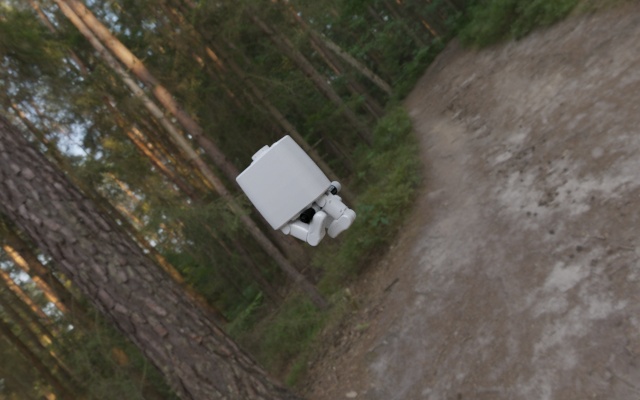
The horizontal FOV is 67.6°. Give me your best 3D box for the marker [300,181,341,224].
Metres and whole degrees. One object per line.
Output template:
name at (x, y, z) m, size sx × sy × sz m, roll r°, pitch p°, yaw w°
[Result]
marker at (0.000, 0.003, 0.765) m, size 0.020 × 0.020 × 0.121 m, roll 0°, pitch 27°, yaw 30°
